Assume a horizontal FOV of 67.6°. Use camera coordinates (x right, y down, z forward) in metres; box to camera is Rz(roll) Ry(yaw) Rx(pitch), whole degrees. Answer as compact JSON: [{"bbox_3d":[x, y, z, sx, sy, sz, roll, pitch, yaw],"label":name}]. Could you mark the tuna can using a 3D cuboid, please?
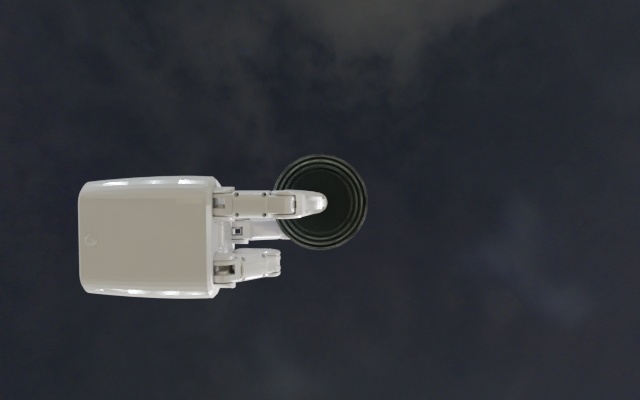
[{"bbox_3d":[0.000,0.001,0.442,0.086,0.086,0.034,0,-1,3],"label":"tuna can"}]
